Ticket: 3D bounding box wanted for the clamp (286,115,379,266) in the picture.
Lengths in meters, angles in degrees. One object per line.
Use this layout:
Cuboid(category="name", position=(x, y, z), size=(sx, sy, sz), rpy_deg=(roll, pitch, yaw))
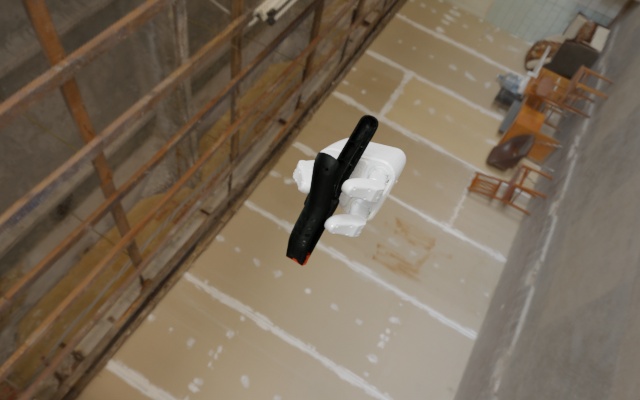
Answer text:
Cuboid(category="clamp", position=(-0.001, 0.002, 0.580), size=(0.036, 0.210, 0.164), rpy_deg=(30, 26, 10))
